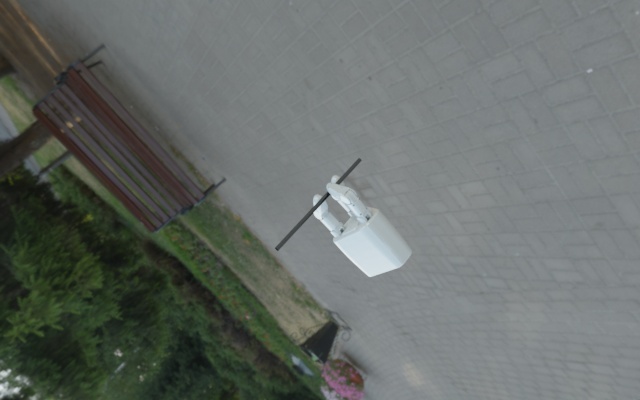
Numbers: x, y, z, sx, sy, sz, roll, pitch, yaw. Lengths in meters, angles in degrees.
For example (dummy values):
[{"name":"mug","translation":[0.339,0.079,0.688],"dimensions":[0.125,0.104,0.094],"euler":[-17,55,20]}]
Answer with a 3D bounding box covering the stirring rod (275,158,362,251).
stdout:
[{"name":"stirring rod","translation":[0.000,0.003,0.866],"dimensions":[0.239,0.011,0.011],"euler":[-47,23,-23]}]
